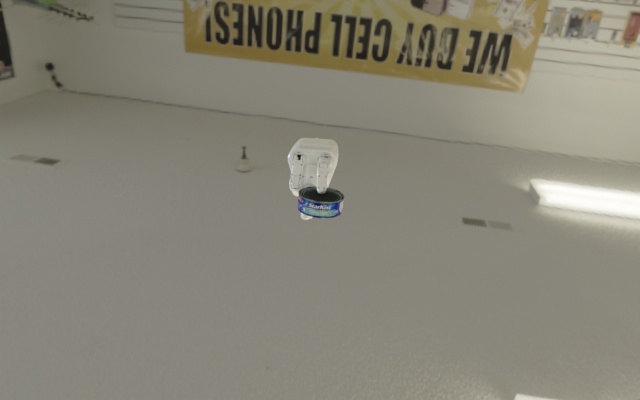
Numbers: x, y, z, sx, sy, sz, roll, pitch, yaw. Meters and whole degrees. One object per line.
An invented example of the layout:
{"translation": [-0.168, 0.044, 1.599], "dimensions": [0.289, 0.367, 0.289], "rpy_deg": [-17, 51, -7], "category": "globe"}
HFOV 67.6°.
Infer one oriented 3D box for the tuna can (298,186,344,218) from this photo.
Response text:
{"translation": [0.000, 0.003, 0.891], "dimensions": [0.086, 0.034, 0.086], "rpy_deg": [5, 20, -2], "category": "tuna can"}
